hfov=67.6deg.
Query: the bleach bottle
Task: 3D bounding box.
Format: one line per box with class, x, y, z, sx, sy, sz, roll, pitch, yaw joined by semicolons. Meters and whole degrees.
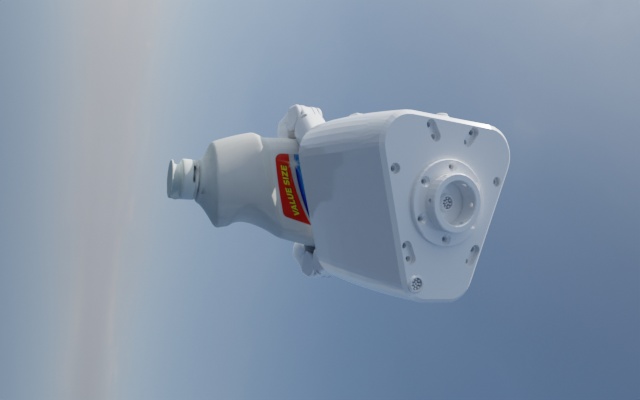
bleach bottle;0.000;0.001;0.408;0.251;0.102;0.068;5;1;-25
